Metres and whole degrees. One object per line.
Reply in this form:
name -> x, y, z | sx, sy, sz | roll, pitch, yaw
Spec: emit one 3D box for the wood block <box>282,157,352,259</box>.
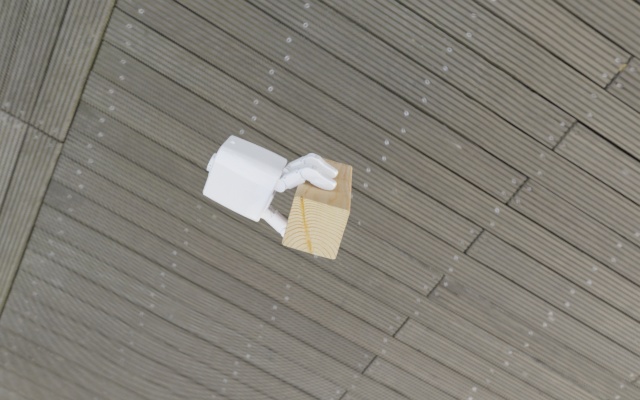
wood block -> 0.000, 0.003, 0.826 | 0.090, 0.091, 0.206 | 16, 24, -2
